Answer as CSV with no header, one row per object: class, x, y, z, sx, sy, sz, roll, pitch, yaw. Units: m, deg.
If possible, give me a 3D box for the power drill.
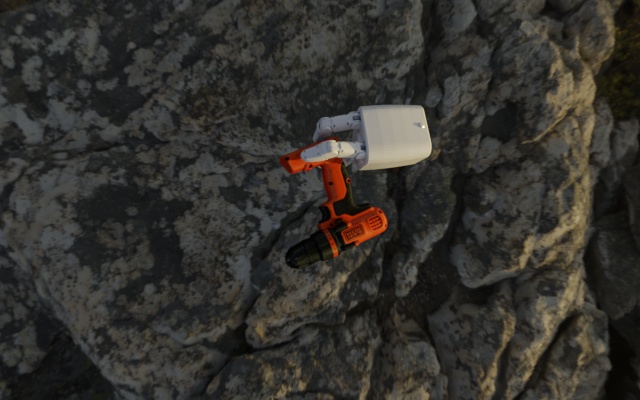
power drill,0.000,0.002,0.794,0.184,0.187,0.057,-24,6,-15
